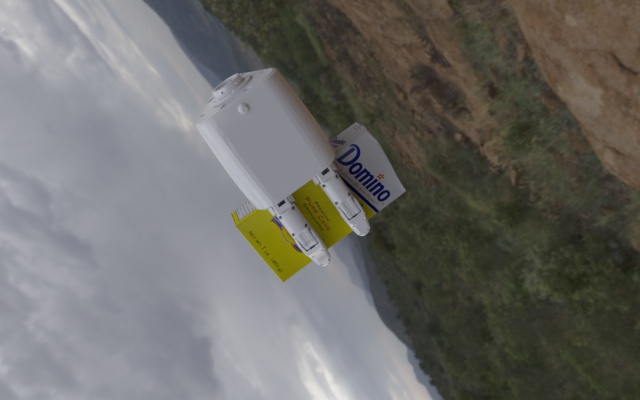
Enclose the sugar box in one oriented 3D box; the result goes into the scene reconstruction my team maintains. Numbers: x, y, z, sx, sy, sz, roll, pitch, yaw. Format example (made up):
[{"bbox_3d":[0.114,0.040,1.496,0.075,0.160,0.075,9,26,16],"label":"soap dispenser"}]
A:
[{"bbox_3d":[0.000,0.002,0.533,0.176,0.093,0.048,-36,27,0],"label":"sugar box"}]
